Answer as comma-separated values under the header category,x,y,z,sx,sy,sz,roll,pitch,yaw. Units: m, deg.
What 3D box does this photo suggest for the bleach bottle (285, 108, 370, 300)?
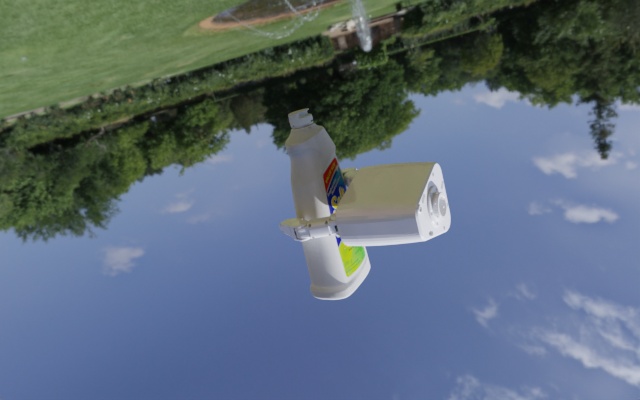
category,x,y,z,sx,sy,sz,roll,pitch,yaw
bleach bottle,0.000,0.002,0.654,0.068,0.251,0.102,-5,20,33
